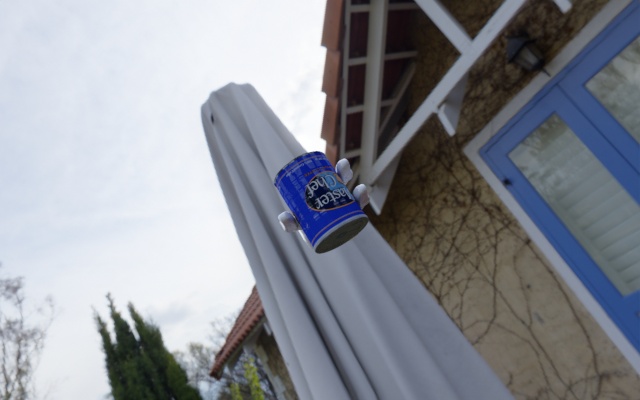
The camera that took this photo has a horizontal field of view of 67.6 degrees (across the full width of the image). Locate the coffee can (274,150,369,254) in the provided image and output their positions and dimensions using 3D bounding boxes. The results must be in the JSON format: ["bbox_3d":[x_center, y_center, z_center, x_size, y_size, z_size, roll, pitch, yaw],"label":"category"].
[{"bbox_3d":[0.000,0.003,0.797,0.103,0.140,0.103,-29,-20,-11],"label":"coffee can"}]
